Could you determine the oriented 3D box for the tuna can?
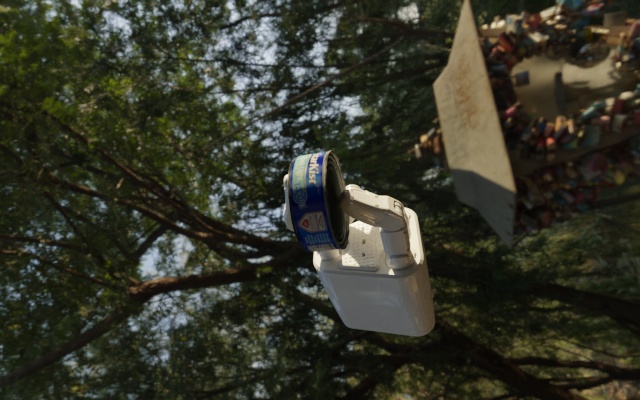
[{"bbox_3d":[-0.001,0.001,0.414,0.034,0.086,0.086,-7,-2,13],"label":"tuna can"}]
